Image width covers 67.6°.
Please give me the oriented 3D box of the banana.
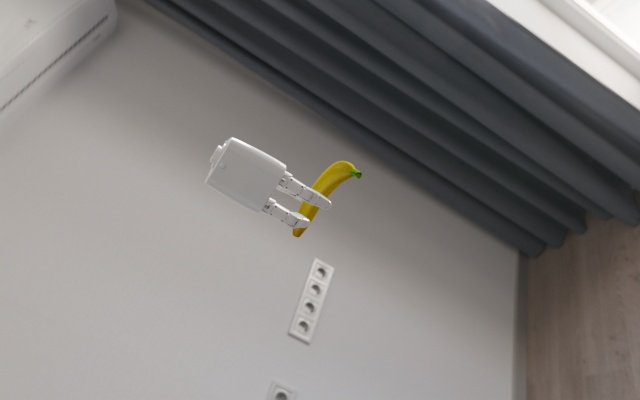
[{"bbox_3d":[0.003,-0.011,0.872,0.037,0.069,0.198,29,-53,-19],"label":"banana"}]
